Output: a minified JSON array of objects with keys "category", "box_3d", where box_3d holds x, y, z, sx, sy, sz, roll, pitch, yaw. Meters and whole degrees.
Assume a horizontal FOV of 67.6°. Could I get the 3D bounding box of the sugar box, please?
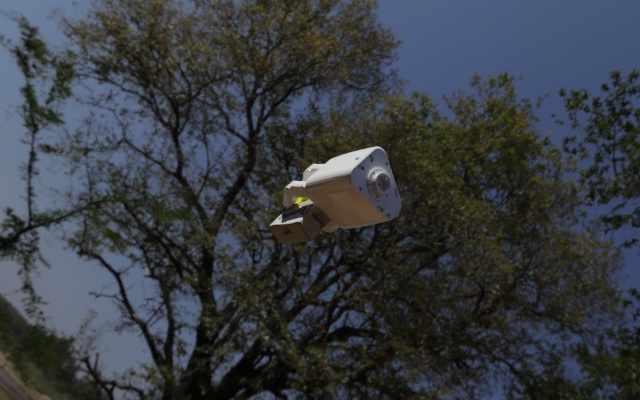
[{"category":"sugar box","box_3d":[0.000,0.002,0.826,0.176,0.048,0.093,-42,19,-34]}]
